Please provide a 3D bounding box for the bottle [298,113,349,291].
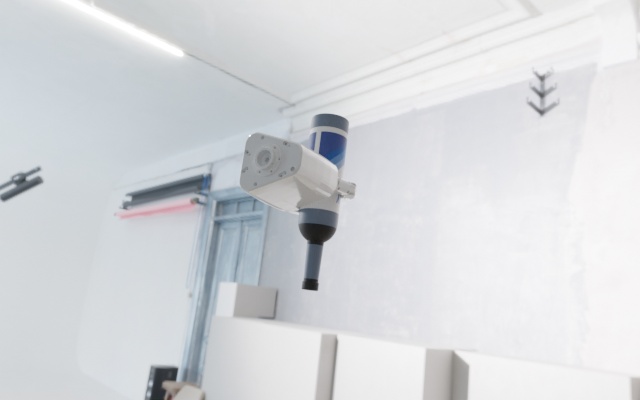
[{"bbox_3d":[0.000,0.002,0.805,0.069,0.295,0.069,7,-13,2],"label":"bottle"}]
